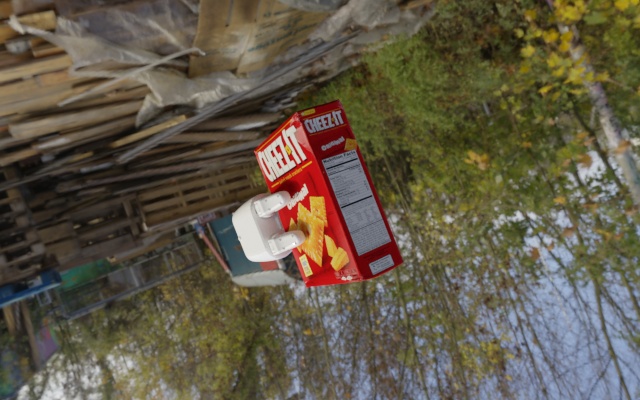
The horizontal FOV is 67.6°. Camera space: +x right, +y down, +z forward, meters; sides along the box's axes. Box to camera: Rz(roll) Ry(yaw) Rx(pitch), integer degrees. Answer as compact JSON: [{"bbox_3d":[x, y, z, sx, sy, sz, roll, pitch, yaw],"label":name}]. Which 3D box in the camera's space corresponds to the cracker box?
[{"bbox_3d":[0.000,0.002,0.624,0.072,0.213,0.164,-21,-1,-28],"label":"cracker box"}]
